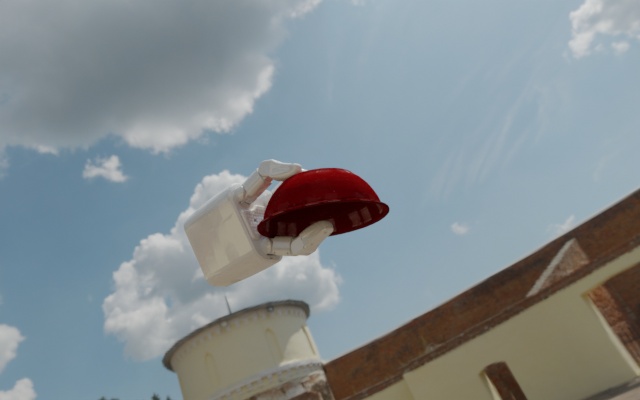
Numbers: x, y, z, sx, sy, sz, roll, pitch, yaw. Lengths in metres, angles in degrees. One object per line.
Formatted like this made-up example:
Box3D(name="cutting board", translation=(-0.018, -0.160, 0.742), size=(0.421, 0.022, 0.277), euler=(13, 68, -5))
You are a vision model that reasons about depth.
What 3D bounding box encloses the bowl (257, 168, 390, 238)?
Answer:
Box3D(name="bowl", translation=(0.001, 0.001, 0.585), size=(0.162, 0.055, 0.162), euler=(-8, -17, -2))
